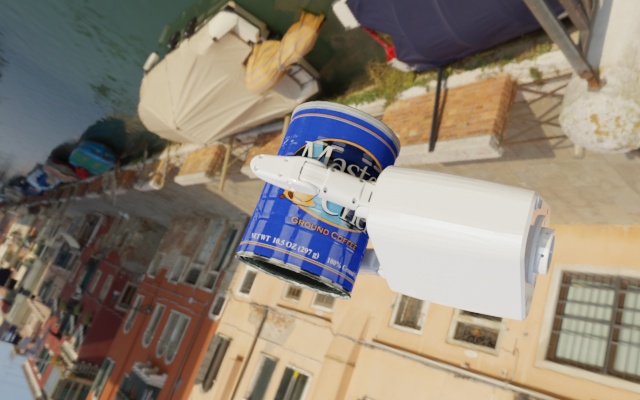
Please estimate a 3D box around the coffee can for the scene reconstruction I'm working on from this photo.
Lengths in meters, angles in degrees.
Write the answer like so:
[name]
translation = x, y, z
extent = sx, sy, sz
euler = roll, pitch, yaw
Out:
[coffee can]
translation = 0.000, 0.001, 0.414
extent = 0.103, 0.140, 0.103
euler = 19, -16, 6
